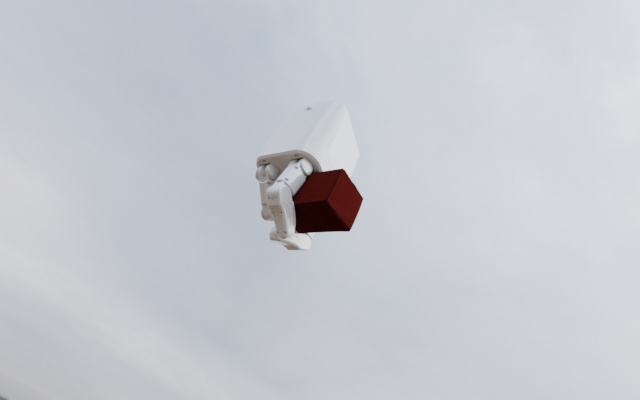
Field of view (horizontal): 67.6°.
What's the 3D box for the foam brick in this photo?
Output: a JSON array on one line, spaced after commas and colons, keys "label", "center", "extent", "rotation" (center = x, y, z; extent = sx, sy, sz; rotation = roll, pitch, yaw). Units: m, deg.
[{"label": "foam brick", "center": [0.000, 0.002, 0.552], "extent": [0.078, 0.051, 0.053], "rotation": [-5, -47, 39]}]
